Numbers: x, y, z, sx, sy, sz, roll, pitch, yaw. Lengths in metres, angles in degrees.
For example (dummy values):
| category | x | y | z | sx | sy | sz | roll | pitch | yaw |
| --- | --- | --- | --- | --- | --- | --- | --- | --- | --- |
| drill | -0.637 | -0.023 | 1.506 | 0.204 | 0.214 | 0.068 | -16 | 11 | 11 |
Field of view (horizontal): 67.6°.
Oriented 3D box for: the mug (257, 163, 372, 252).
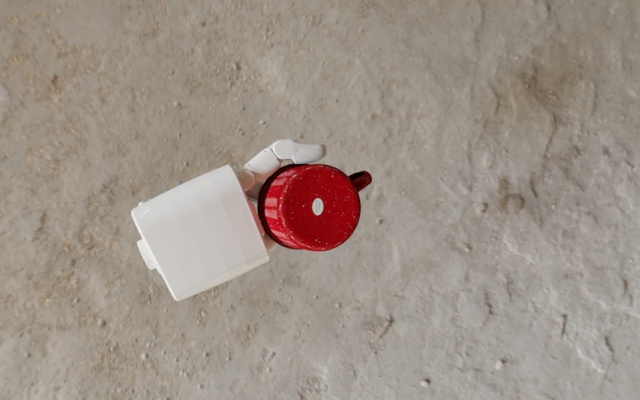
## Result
| category | x | y | z | sx | sy | sz | roll | pitch | yaw |
| --- | --- | --- | --- | --- | --- | --- | --- | --- | --- |
| mug | 0.001 | 0.001 | 0.475 | 0.117 | 0.093 | 0.081 | -25 | 7 | -15 |
